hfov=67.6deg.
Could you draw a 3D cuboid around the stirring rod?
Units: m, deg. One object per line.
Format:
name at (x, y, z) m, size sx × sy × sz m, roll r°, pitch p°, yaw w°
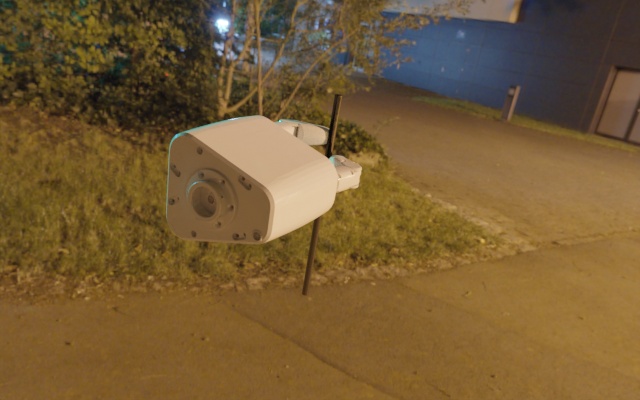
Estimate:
stirring rod at (0.000, 0.002, 0.537) m, size 0.011 × 0.240 × 0.011 m, roll 8°, pitch 20°, yaw -3°
